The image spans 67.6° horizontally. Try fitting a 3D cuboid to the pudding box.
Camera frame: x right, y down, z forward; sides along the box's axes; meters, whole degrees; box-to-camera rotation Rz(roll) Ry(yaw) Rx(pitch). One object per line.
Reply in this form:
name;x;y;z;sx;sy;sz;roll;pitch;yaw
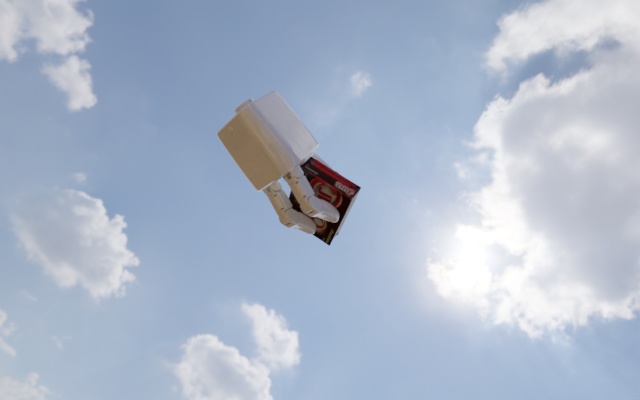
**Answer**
pudding box;0.000;0.002;0.718;0.090;0.114;0.039;33;48;11
